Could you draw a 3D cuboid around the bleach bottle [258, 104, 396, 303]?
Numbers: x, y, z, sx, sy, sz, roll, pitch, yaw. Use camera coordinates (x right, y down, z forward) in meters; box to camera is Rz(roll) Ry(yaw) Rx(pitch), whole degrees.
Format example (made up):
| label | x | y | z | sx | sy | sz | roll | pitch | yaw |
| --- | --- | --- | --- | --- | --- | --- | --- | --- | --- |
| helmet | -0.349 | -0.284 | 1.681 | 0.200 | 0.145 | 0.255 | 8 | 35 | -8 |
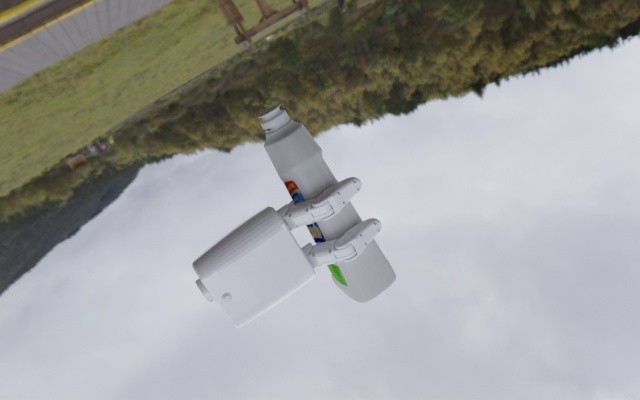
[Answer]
| label | x | y | z | sx | sy | sz | roll | pitch | yaw |
| --- | --- | --- | --- | --- | --- | --- | --- | --- | --- |
| bleach bottle | 0.000 | 0.002 | 0.570 | 0.068 | 0.251 | 0.102 | -34 | 21 | -11 |
